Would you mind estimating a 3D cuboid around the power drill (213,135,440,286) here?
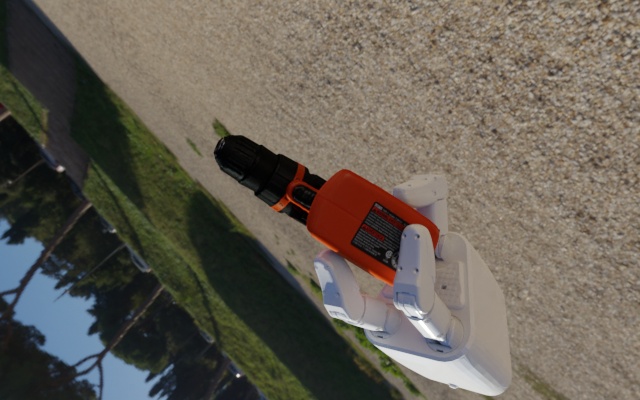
[{"bbox_3d":[0.000,0.002,0.413,0.184,0.057,0.187,30,-1,-21],"label":"power drill"}]
